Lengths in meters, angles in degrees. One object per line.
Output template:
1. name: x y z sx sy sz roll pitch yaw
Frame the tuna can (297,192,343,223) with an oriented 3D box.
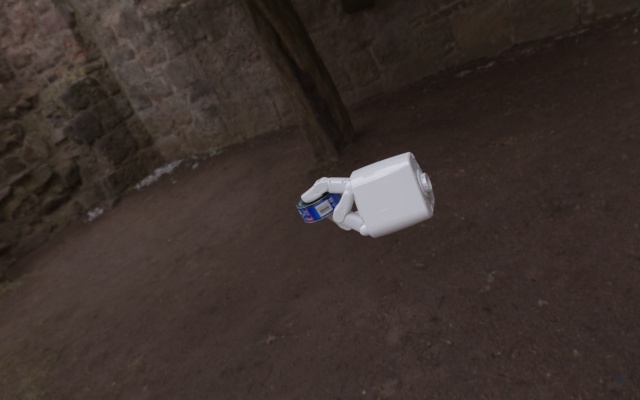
1. tuna can: 0.000 0.002 0.866 0.086 0.034 0.086 -29 17 10
